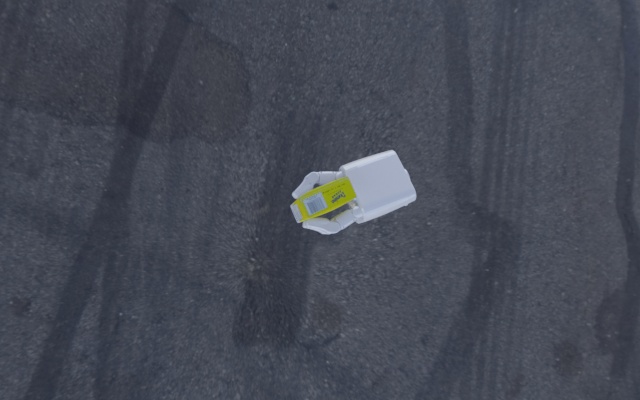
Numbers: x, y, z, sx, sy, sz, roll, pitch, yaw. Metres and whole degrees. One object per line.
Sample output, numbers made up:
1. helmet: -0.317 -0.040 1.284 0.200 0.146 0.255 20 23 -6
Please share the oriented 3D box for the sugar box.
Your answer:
1. sugar box: 0.001 0.003 0.871 0.093 0.048 0.176 -23 -4 -9
